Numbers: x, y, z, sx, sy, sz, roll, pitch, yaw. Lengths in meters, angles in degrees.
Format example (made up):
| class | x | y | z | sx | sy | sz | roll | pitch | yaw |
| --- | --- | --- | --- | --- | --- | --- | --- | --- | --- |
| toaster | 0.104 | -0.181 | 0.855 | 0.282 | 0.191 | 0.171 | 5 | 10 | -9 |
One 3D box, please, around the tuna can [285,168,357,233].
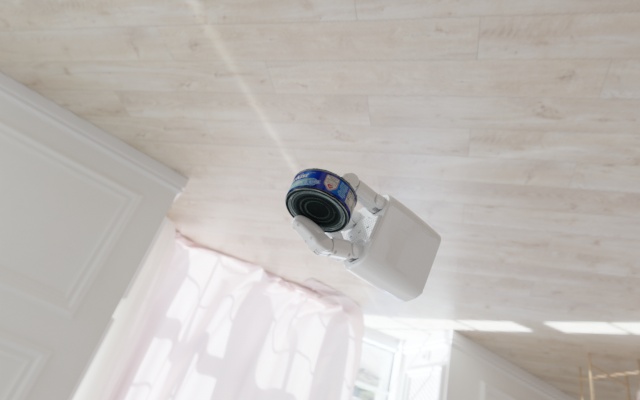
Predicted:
| class | x | y | z | sx | sy | sz | roll | pitch | yaw |
| --- | --- | --- | --- | --- | --- | --- | --- | --- | --- |
| tuna can | 0.000 | 0.002 | 0.593 | 0.086 | 0.033 | 0.086 | 15 | -38 | 12 |
